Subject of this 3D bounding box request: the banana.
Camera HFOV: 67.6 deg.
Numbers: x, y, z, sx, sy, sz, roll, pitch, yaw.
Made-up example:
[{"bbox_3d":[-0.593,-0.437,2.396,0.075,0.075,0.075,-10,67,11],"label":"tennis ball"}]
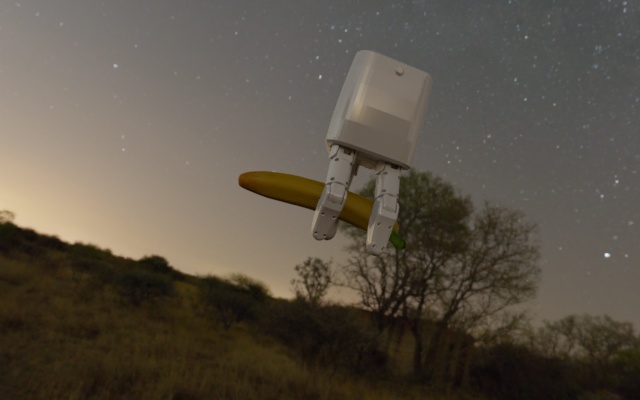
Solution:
[{"bbox_3d":[0.006,0.001,0.545,0.198,0.037,0.069,20,9,7],"label":"banana"}]
